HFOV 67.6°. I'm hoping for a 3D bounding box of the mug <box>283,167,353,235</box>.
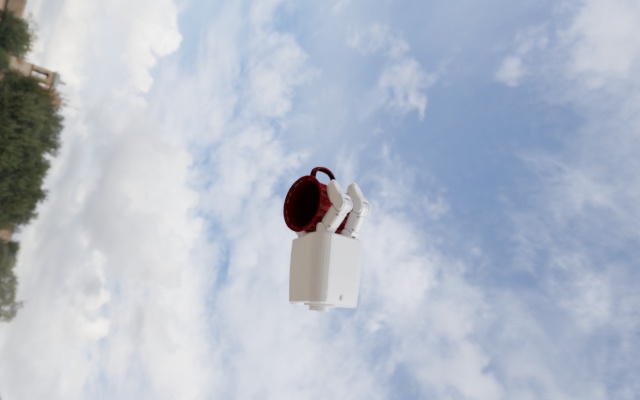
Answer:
[{"bbox_3d":[0.000,0.001,0.785,0.081,0.117,0.093,19,-20,-40],"label":"mug"}]
